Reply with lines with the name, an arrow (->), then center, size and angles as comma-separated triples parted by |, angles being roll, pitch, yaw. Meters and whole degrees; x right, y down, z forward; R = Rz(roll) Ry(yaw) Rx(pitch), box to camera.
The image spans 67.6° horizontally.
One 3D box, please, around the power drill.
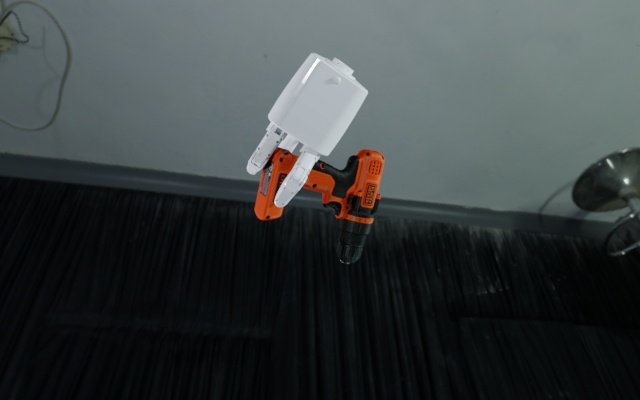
power drill -> 0.000, 0.002, 0.721 | 0.187, 0.184, 0.057 | 8, 7, -27
